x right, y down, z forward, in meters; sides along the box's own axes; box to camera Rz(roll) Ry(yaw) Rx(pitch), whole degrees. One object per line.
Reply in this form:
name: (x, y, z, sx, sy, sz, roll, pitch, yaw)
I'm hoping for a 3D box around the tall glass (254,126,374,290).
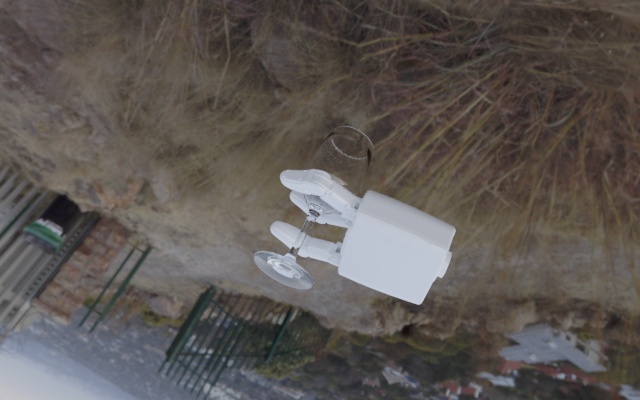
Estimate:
tall glass: (0.000, 0.002, 0.574, 0.079, 0.201, 0.079, 21, -30, 12)
